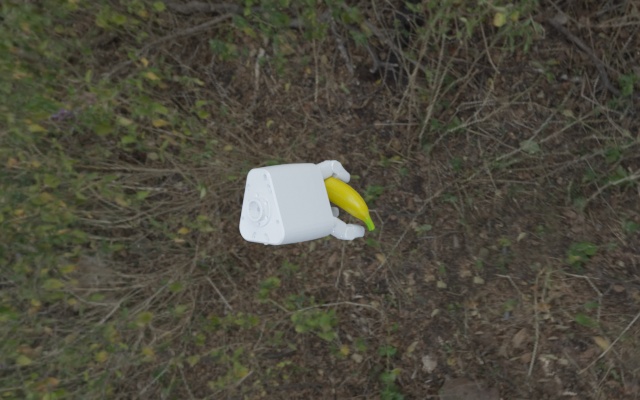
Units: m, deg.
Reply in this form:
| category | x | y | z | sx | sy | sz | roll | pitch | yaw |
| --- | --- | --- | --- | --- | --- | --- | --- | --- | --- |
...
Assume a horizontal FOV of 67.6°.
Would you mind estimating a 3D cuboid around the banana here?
| category | x | y | z | sx | sy | sz | roll | pitch | yaw |
| --- | --- | --- | --- | --- | --- | --- | --- | --- | --- |
| banana | 0.004 | -0.012 | 0.787 | 0.197 | 0.070 | 0.037 | 26 | 36 | 32 |
